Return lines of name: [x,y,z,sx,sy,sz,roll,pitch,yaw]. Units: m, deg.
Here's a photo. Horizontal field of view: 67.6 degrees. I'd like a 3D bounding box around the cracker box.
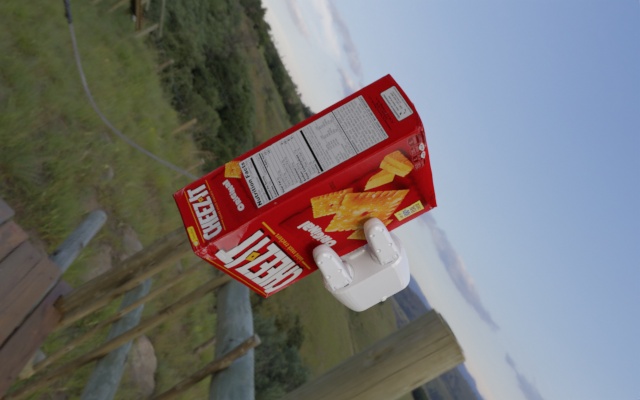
cracker box: [0.000,0.001,0.456,0.214,0.072,0.164,-29,-29,2]
